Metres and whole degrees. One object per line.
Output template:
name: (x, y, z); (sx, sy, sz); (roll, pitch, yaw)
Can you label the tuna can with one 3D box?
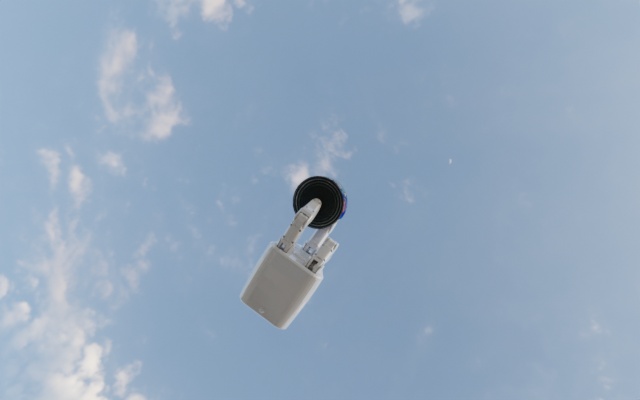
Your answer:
tuna can: (0.000, 0.002, 0.781); (0.086, 0.086, 0.034); (0, 3, 16)
